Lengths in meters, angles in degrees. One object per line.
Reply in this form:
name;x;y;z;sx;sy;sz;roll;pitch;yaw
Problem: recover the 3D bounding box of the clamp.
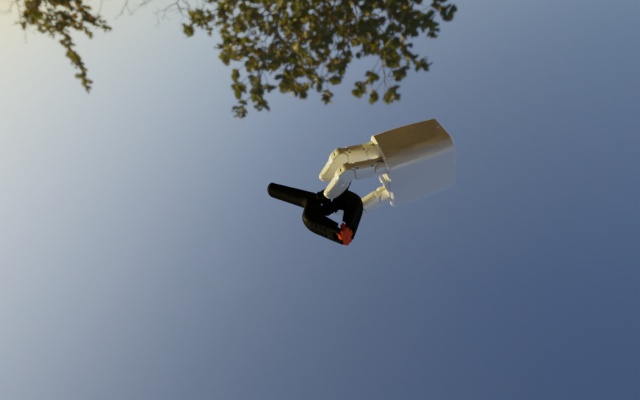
clamp;0.001;0.003;0.752;0.164;0.036;0.209;-17;34;1
